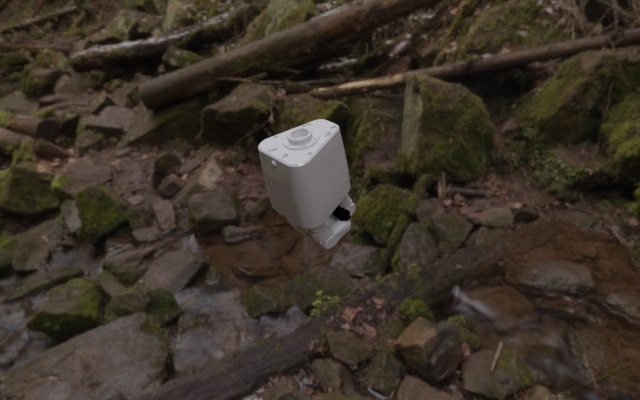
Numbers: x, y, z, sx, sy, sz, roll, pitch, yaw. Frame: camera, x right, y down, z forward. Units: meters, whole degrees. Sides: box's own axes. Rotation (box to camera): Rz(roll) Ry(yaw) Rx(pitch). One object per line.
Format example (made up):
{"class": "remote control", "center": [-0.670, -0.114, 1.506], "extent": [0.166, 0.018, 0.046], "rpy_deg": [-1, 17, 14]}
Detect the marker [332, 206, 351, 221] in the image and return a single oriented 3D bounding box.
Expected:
{"class": "marker", "center": [0.000, 0.002, 0.742], "extent": [0.121, 0.020, 0.020], "rpy_deg": [29, 19, 39]}
